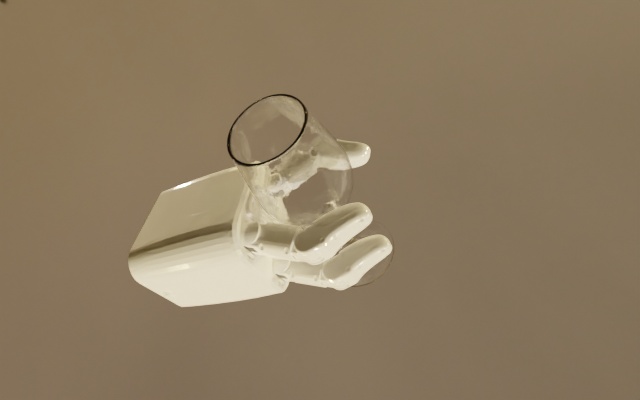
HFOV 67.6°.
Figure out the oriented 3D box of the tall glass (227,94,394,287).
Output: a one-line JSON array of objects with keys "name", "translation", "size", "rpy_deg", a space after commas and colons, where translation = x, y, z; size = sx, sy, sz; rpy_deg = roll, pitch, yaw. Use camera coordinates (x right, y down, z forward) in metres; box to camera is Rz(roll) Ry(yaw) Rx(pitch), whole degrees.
[{"name": "tall glass", "translation": [0.000, 0.002, 0.402], "size": [0.079, 0.079, 0.201], "rpy_deg": [0, -31, 26]}]
